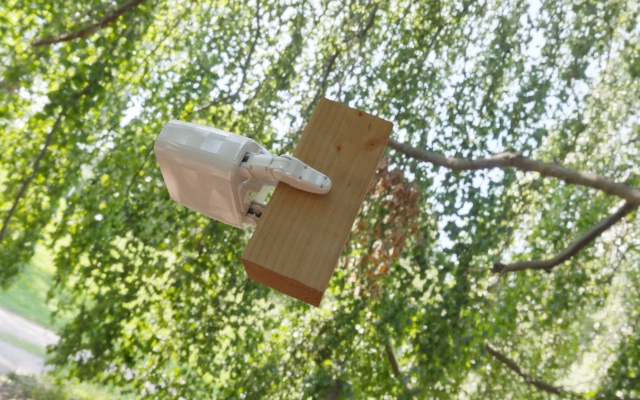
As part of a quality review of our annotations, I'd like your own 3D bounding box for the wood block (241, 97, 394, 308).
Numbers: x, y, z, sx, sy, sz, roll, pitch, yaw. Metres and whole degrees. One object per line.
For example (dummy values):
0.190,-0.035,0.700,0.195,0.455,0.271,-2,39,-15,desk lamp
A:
0.000,0.001,0.535,0.090,0.206,0.091,22,-21,6,wood block
